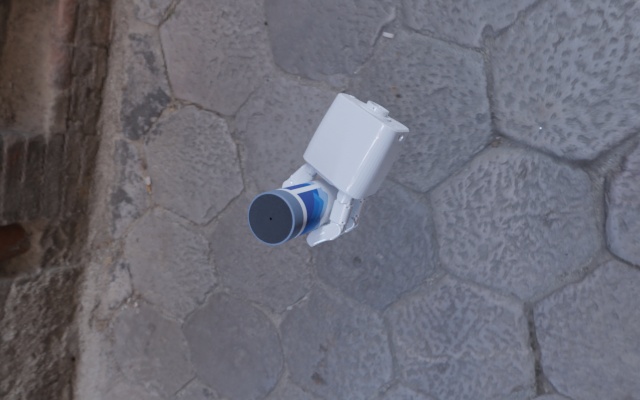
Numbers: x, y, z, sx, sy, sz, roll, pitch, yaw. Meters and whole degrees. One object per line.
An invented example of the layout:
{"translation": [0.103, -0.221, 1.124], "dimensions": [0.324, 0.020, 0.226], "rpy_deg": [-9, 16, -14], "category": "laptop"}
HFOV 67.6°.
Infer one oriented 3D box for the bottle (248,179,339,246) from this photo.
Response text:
{"translation": [0.000, 0.002, 0.711], "dimensions": [0.069, 0.069, 0.295], "rpy_deg": [0, 8, 25], "category": "bottle"}
